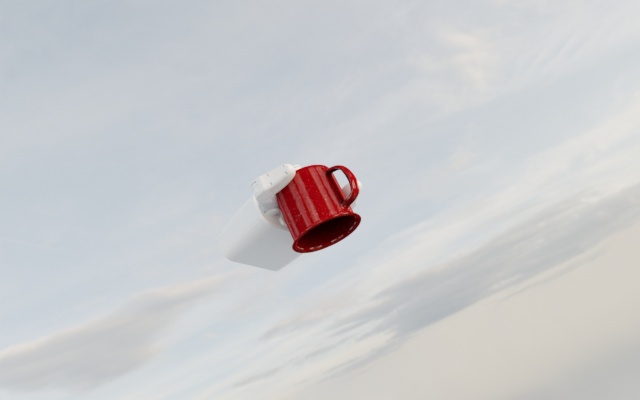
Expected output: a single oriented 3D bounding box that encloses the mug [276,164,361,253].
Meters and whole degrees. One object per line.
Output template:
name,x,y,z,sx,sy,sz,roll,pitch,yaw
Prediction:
mug,0.001,0.001,0.597,0.093,0.081,0.117,2,-36,-47
